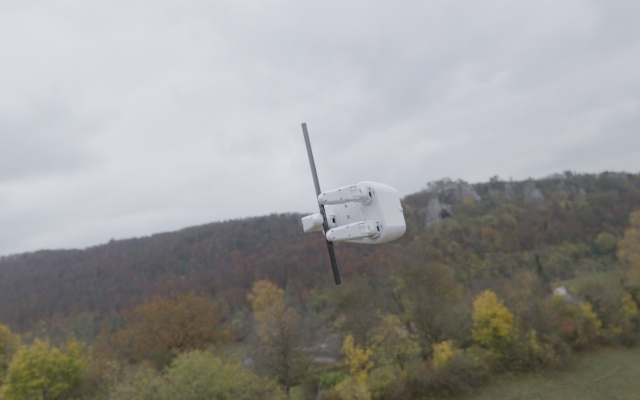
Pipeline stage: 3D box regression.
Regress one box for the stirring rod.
[{"bbox_3d":[0.000,0.002,0.692,0.011,0.239,0.011,-12,-8,-2],"label":"stirring rod"}]
